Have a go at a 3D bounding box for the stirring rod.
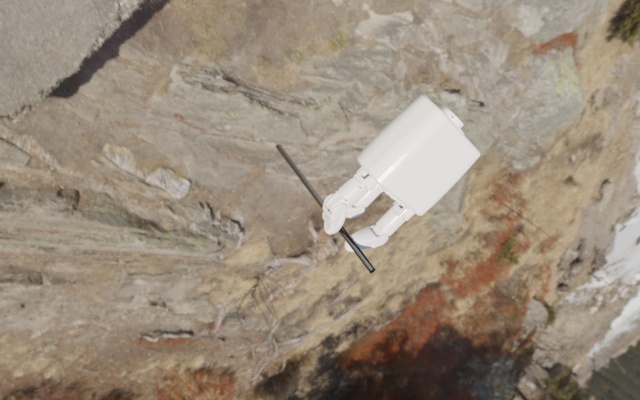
[{"bbox_3d":[0.000,0.002,0.623,0.011,0.011,0.239,0,42,-43],"label":"stirring rod"}]
